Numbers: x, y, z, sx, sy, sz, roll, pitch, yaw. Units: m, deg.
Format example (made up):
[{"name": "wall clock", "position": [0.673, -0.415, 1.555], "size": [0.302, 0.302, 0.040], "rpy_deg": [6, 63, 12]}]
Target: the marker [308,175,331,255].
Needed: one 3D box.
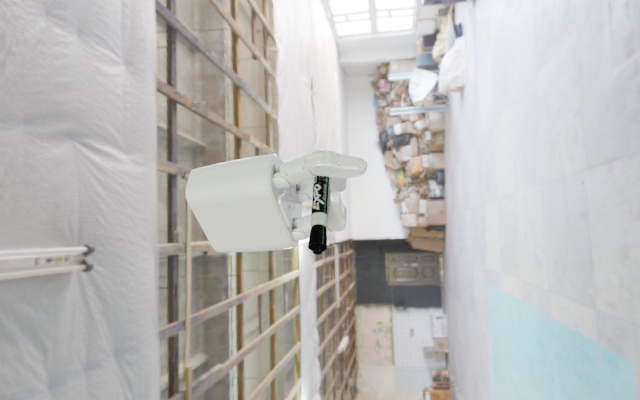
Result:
[{"name": "marker", "position": [0.000, 0.002, 0.498], "size": [0.020, 0.121, 0.020], "rpy_deg": [3, -35, 2]}]
